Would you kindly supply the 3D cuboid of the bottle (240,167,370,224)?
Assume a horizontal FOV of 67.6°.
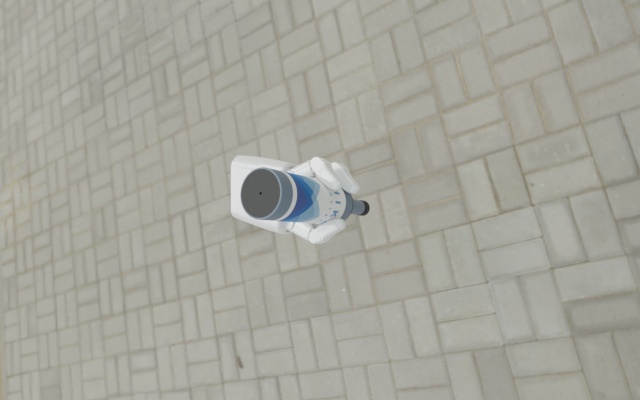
[{"bbox_3d":[0.000,0.002,0.722,0.069,0.069,0.296,0,-4,31],"label":"bottle"}]
